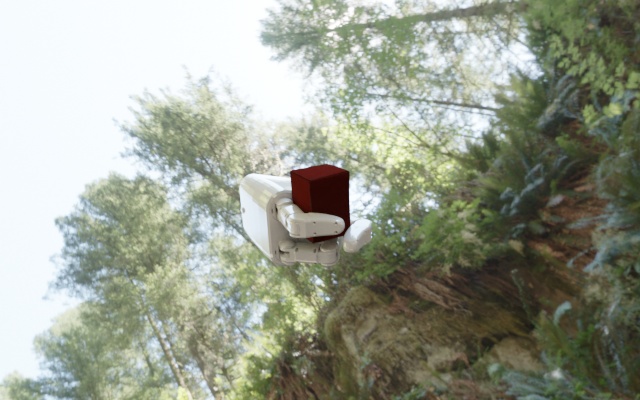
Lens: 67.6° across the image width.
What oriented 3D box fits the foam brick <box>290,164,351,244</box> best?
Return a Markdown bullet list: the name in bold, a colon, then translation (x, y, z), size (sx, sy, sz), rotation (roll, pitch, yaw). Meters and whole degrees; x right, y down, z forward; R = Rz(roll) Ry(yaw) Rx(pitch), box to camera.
- **foam brick**: translation (0.000, 0.002, 0.552), size (0.053, 0.078, 0.051), rotation (-12, 22, -26)
